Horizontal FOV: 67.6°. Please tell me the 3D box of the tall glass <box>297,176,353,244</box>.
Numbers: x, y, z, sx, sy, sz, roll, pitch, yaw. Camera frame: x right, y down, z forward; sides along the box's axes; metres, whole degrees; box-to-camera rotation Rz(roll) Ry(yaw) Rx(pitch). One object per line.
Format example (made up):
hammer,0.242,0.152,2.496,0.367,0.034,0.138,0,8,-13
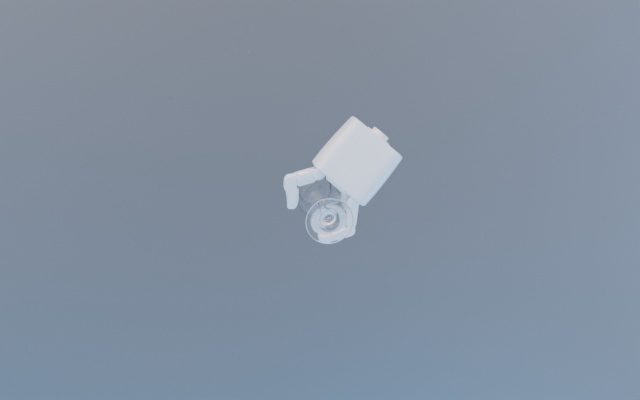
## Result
tall glass,0.000,0.003,0.822,0.079,0.079,0.201,0,17,-9
